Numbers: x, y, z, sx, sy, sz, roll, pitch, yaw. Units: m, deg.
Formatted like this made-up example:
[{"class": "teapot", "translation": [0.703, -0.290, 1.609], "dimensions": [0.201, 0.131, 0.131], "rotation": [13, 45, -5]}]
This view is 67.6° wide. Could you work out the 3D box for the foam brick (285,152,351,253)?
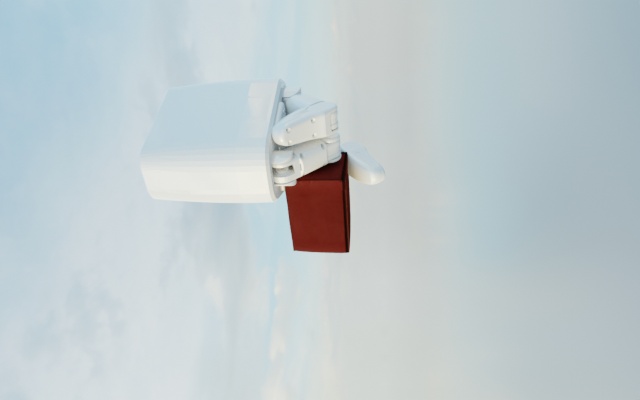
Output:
[{"class": "foam brick", "translation": [0.000, 0.002, 0.429], "dimensions": [0.051, 0.078, 0.053], "rotation": [-1, 32, 6]}]
